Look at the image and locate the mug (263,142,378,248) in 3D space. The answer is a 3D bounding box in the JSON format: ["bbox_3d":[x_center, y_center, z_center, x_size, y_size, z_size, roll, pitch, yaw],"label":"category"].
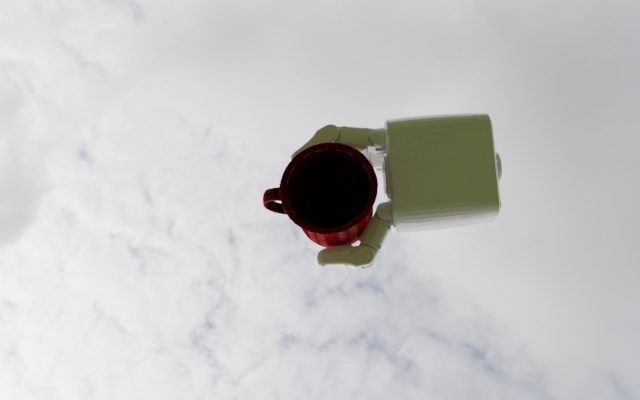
[{"bbox_3d":[-0.001,0.002,0.485,0.117,0.093,0.081,-4,-21,6],"label":"mug"}]
